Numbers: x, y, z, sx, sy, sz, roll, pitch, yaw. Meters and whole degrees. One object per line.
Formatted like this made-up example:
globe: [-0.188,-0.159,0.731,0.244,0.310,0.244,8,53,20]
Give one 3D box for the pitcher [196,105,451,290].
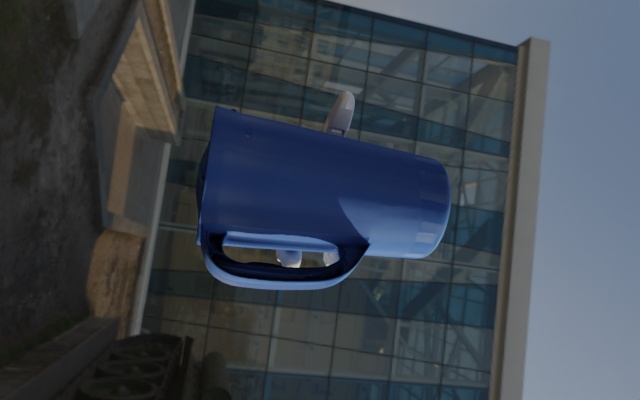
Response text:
pitcher: [0.000,0.001,0.476,0.243,0.149,0.145,9,10,-13]
